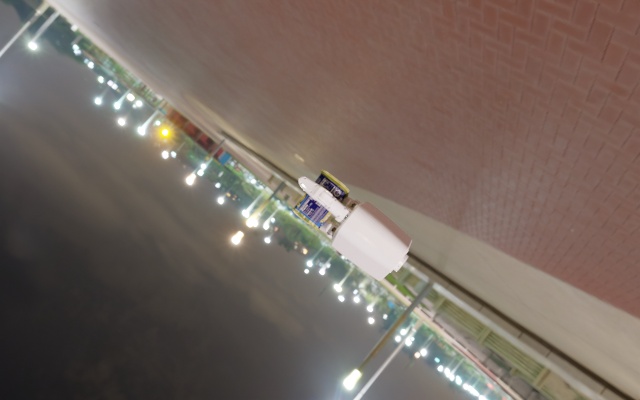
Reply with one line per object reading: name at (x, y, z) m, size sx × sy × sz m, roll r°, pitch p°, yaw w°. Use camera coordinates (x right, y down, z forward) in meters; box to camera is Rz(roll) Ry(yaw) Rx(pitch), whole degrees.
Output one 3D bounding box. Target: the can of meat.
can of meat at (0.000, 0.003, 0.807) m, size 0.057 × 0.084 × 0.102 m, roll 38°, pitch -4°, yaw 5°
